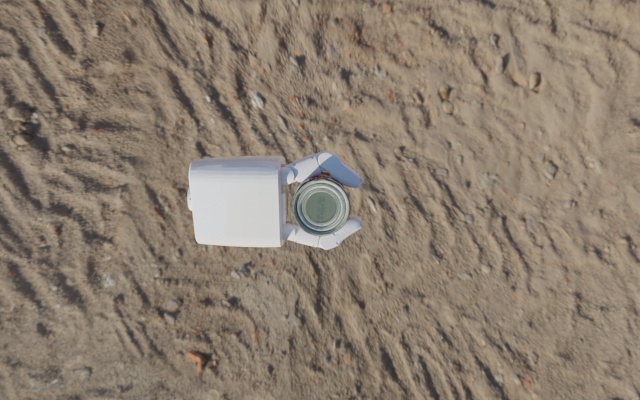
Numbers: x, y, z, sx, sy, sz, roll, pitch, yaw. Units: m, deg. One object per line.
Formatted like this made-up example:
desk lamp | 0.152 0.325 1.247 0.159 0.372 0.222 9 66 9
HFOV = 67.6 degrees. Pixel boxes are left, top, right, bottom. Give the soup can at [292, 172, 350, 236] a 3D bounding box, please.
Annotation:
soup can | 0.001 0.002 0.581 0.068 0.068 0.102 0 7 0
